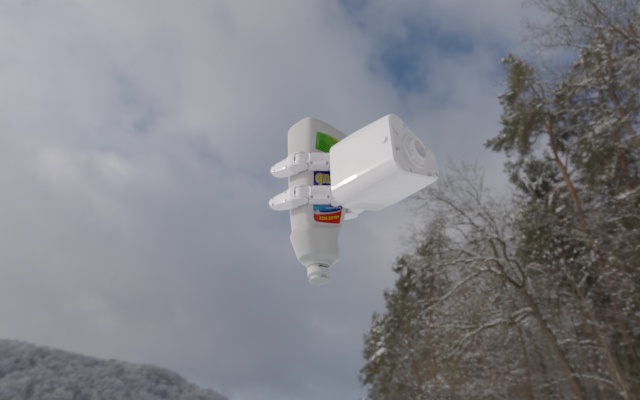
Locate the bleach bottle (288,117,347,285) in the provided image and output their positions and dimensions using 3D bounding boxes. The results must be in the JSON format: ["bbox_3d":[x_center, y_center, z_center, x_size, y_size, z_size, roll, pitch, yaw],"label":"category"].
[{"bbox_3d":[0.000,0.002,0.704,0.102,0.250,0.068,24,-39,-38],"label":"bleach bottle"}]
